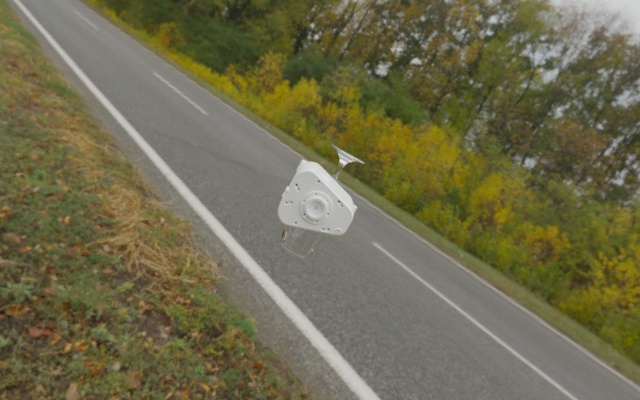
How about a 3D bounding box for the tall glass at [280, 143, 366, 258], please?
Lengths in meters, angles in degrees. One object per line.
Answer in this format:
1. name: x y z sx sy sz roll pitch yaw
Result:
1. tall glass: 0.001 0.002 0.857 0.079 0.201 0.079 29 8 -5
